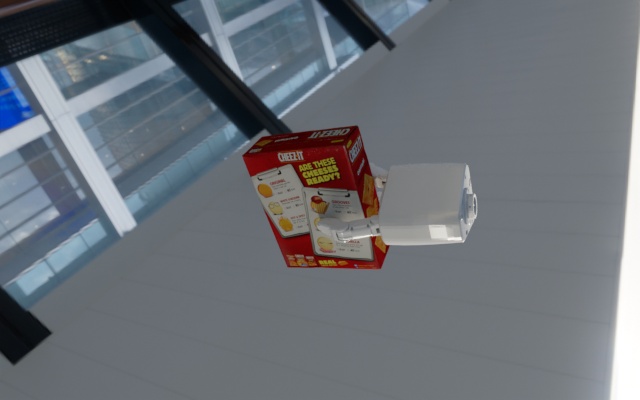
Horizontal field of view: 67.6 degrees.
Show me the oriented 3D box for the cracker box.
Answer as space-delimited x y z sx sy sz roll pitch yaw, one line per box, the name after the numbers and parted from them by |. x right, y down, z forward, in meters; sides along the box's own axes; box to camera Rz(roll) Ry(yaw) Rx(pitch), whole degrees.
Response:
0.000 0.003 0.719 0.164 0.214 0.072 -3 33 26 | cracker box
